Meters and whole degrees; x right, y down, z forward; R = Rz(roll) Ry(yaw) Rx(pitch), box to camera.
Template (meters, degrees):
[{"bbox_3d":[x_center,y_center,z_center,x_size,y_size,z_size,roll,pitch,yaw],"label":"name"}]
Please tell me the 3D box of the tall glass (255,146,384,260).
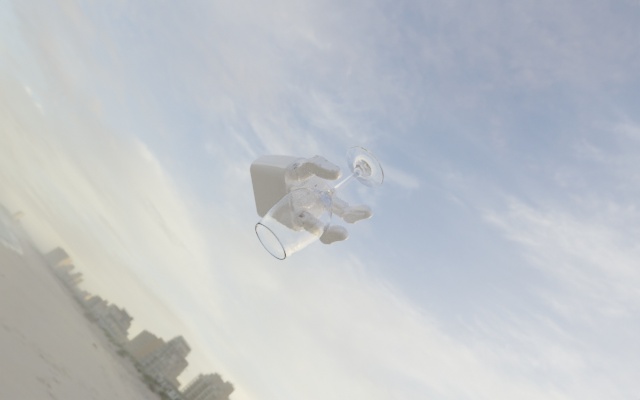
[{"bbox_3d":[0.001,0.002,0.694,0.201,0.079,0.079,-38,21,-28],"label":"tall glass"}]
